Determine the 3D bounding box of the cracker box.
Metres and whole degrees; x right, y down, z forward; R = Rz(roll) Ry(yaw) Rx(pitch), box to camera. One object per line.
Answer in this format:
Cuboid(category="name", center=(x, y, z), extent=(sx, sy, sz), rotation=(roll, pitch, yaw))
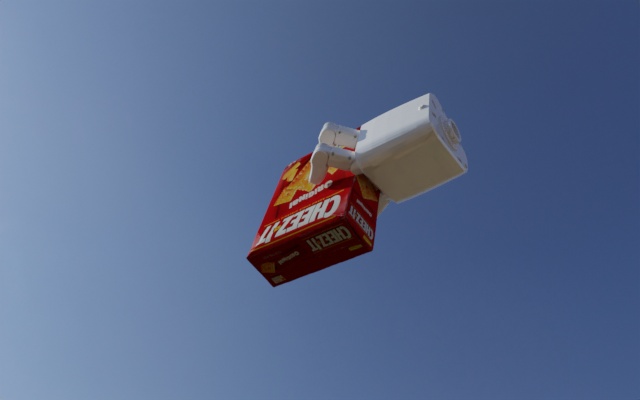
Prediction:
Cuboid(category="cracker box", center=(0.000, 0.002, 0.679), extent=(0.164, 0.072, 0.213), rotation=(-25, 29, 29))
